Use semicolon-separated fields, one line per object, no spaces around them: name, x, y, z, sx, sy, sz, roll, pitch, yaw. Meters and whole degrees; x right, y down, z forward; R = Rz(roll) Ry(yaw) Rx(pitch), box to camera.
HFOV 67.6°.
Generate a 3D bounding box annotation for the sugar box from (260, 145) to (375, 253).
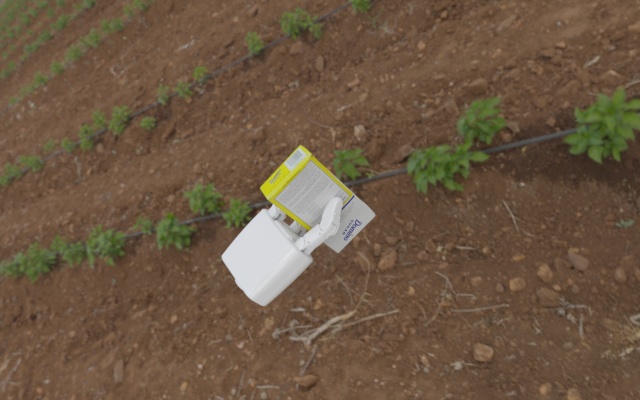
sugar box;0.000;0.002;0.754;0.176;0.093;0.048;41;6;-39
